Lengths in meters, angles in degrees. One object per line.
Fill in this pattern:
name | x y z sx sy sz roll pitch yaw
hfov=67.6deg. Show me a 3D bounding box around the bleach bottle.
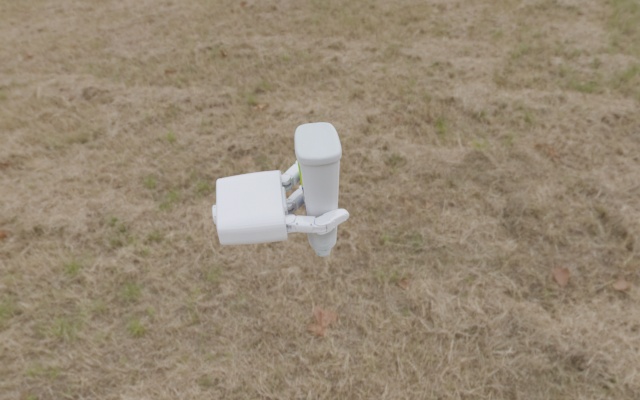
bleach bottle | 0.000 0.002 0.790 0.068 0.251 0.102 -6 40 -3
